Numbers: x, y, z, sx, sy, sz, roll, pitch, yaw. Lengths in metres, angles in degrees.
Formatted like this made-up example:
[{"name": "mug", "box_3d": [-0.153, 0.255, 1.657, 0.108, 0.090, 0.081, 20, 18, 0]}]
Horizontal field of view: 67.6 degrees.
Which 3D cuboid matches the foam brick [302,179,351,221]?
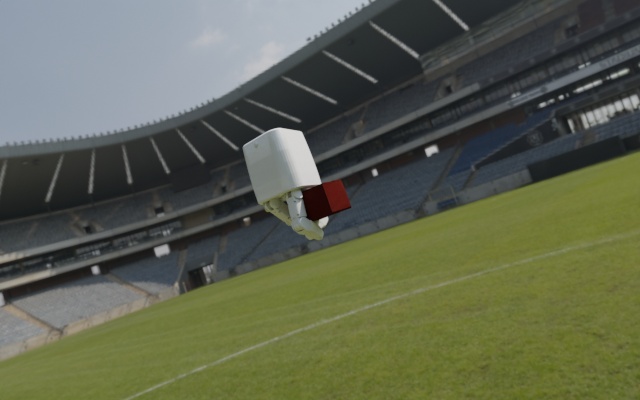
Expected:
[{"name": "foam brick", "box_3d": [0.000, 0.003, 0.790, 0.078, 0.051, 0.053, -22, -6, 40]}]
